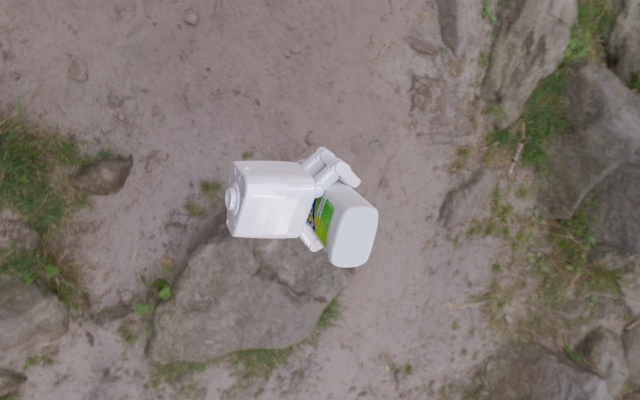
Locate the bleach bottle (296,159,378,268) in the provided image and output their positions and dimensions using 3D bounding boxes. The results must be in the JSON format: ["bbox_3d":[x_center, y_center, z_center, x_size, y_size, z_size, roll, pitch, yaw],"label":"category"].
[{"bbox_3d":[0.000,0.002,0.776,0.068,0.103,0.250,2,23,-27],"label":"bleach bottle"}]
